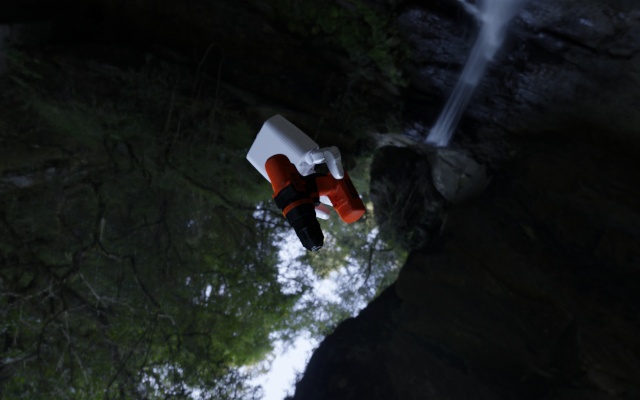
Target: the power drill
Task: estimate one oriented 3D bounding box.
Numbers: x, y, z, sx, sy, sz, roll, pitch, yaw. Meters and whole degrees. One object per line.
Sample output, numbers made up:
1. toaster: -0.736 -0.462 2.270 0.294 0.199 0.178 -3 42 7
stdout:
1. power drill: 0.000 0.003 0.852 0.057 0.184 0.187 -37 -23 31
